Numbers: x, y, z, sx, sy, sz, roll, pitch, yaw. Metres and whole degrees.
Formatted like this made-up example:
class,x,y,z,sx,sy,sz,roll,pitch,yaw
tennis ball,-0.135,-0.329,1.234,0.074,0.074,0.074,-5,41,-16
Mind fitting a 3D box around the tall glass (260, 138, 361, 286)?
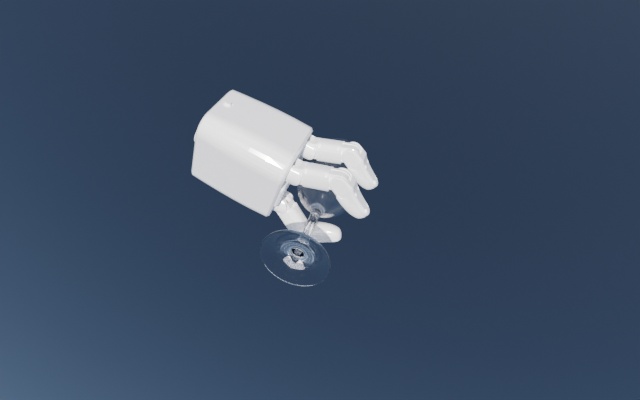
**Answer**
class,x,y,z,sx,sy,sz,roll,pitch,yaw
tall glass,0.000,0.002,0.554,0.079,0.079,0.201,0,35,19
